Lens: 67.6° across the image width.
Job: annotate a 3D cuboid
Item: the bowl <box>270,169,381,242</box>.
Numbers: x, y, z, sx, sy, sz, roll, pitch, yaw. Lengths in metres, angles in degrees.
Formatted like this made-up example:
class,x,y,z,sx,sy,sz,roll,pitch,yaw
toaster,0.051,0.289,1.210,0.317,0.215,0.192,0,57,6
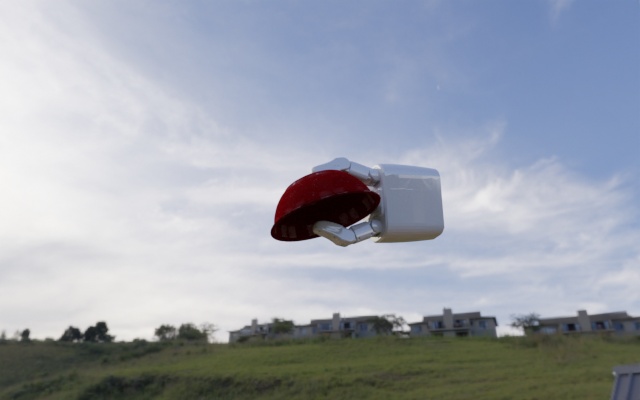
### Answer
class,x,y,z,sx,sy,sz,roll,pitch,yaw
bowl,-0.001,0.002,0.674,0.162,0.055,0.162,-17,-20,-6
